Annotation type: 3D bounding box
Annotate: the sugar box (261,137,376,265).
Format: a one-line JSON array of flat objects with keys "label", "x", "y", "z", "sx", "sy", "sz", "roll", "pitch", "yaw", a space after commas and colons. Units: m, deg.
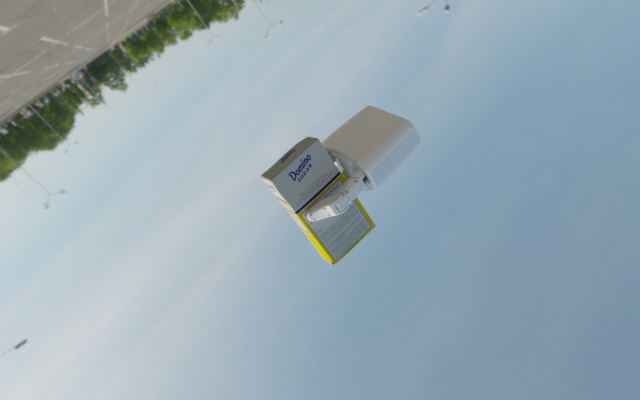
[{"label": "sugar box", "x": 0.000, "y": 0.002, "z": 0.703, "sx": 0.093, "sy": 0.176, "sz": 0.048, "roll": -42, "pitch": 27, "yaw": -14}]
